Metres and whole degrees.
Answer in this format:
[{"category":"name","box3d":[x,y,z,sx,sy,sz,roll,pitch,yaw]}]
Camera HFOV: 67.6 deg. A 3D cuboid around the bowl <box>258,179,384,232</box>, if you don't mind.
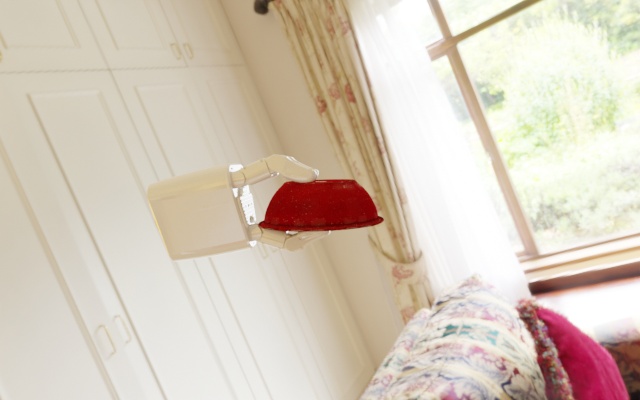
[{"category":"bowl","box3d":[0.001,0.001,0.613,0.162,0.055,0.162,-2,5,0]}]
